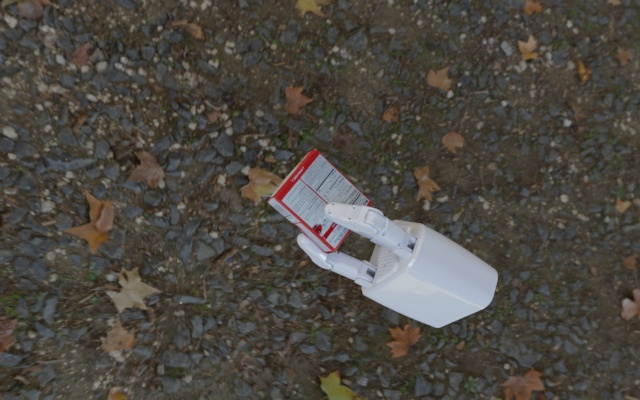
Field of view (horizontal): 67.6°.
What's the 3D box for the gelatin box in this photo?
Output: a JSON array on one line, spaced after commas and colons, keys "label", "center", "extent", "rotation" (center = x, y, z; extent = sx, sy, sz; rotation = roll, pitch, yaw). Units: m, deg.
[{"label": "gelatin box", "center": [0.000, 0.001, 0.513], "extent": [0.089, 0.073, 0.030], "rotation": [43, -21, -12]}]
